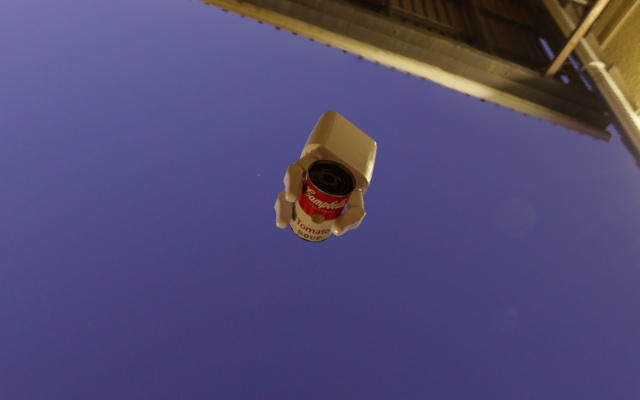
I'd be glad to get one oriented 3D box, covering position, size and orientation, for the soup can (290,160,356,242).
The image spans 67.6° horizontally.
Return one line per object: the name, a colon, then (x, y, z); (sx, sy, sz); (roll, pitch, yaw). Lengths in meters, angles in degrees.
soup can: (0.000, 0.003, 0.667); (0.068, 0.068, 0.102); (0, -41, -24)
